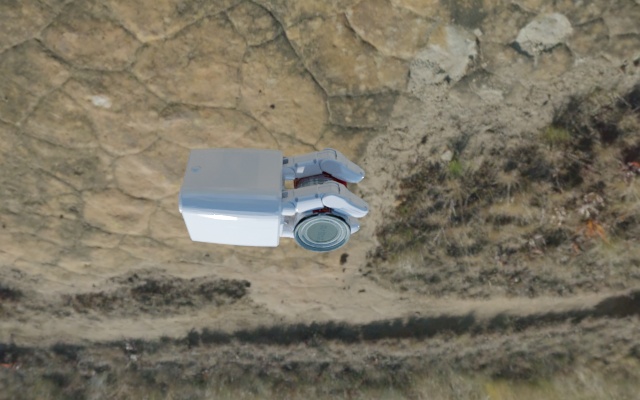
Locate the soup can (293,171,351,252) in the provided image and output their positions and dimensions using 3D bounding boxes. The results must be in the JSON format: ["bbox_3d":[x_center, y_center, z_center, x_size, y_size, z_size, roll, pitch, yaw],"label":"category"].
[{"bbox_3d":[0.001,0.002,0.573,0.068,0.102,0.069,-1,-44,-1],"label":"soup can"}]
